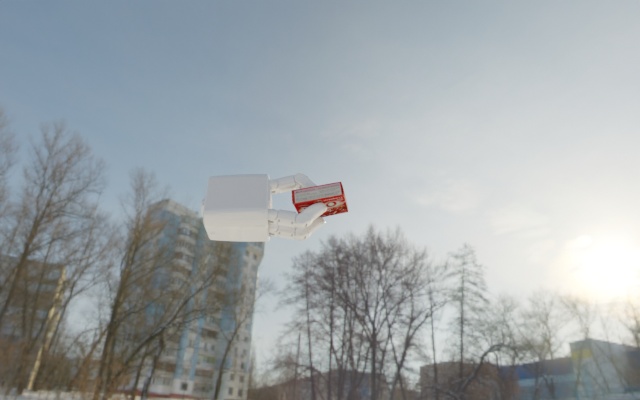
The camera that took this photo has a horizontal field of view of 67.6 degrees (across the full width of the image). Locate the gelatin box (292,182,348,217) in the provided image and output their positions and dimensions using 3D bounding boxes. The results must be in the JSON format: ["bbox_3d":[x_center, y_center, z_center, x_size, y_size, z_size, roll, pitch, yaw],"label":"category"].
[{"bbox_3d":[0.000,0.002,0.834,0.089,0.030,0.073,-11,-26,5],"label":"gelatin box"}]
